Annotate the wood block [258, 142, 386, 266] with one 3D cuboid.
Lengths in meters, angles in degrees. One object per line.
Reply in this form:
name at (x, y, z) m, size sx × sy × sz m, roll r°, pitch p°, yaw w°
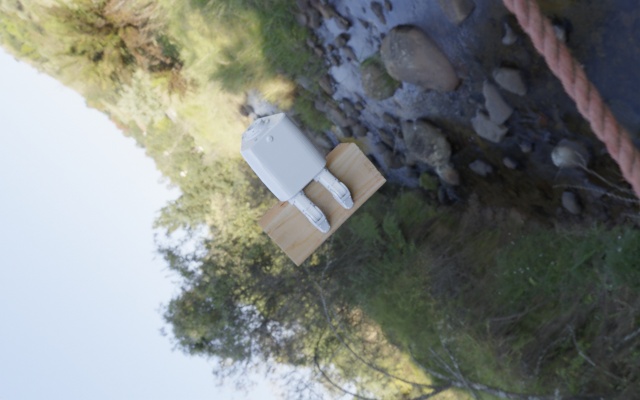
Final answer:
wood block at (0.000, 0.002, 0.824) m, size 0.206 × 0.090 × 0.091 m, roll -44°, pitch 13°, yaw -6°
